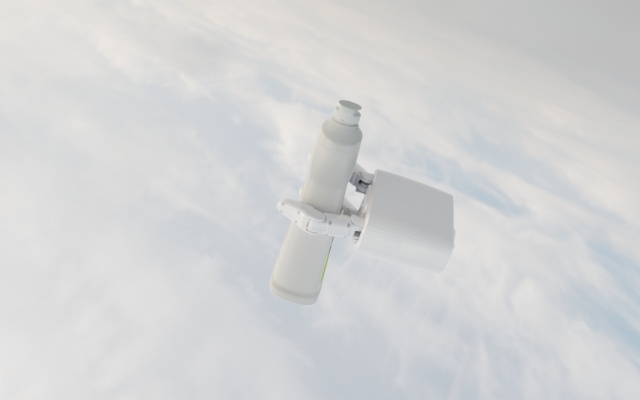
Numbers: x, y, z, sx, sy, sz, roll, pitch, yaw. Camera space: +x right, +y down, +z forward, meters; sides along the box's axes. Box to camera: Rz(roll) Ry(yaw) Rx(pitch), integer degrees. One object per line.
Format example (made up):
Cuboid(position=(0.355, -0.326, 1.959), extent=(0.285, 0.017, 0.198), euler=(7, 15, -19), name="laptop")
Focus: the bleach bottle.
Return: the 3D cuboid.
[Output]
Cuboid(position=(0.000, 0.002, 0.589), extent=(0.068, 0.251, 0.102), euler=(16, 28, -2), name="bleach bottle")
